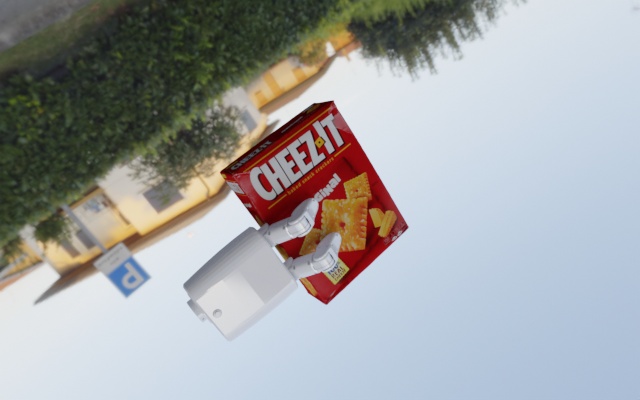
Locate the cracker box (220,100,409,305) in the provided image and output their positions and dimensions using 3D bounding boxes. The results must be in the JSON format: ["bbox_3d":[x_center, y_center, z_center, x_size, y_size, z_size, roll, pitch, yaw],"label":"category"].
[{"bbox_3d":[0.000,0.002,0.631,0.164,0.214,0.072,-39,20,-17],"label":"cracker box"}]
